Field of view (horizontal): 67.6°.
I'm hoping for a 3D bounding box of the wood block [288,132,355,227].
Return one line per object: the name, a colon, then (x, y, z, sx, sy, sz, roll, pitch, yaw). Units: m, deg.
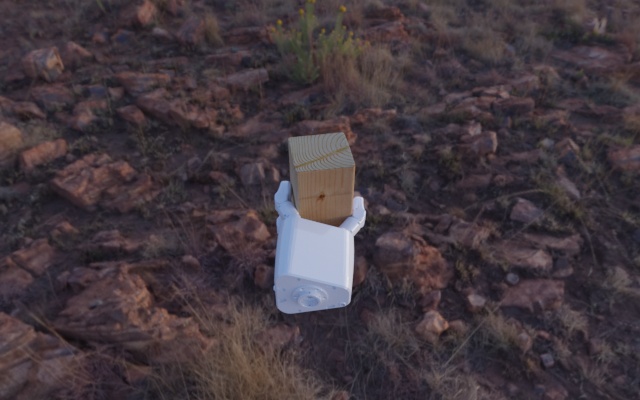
wood block: (0.000, 0.003, 0.781, 0.091, 0.206, 0.090, -6, 43, -7)
